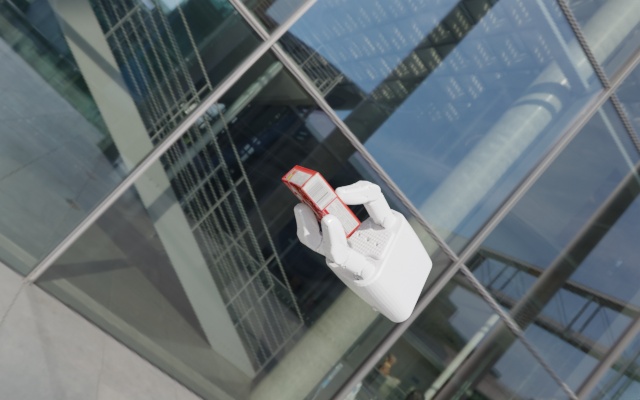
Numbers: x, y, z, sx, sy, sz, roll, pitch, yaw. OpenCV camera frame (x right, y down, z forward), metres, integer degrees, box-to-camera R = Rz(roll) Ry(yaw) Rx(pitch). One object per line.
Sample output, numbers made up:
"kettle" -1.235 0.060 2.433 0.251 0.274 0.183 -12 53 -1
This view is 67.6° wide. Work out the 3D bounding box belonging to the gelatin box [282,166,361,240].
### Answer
"gelatin box" 0.000 0.001 0.576 0.030 0.089 0.073 -44 23 -9
